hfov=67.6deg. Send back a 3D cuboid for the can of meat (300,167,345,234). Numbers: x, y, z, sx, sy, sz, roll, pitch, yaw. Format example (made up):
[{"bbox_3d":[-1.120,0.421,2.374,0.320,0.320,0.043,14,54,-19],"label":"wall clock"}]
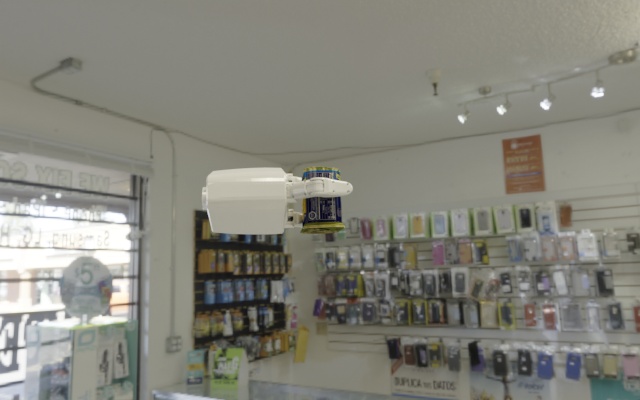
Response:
[{"bbox_3d":[0.000,0.002,0.686,0.057,0.084,0.102,-1,-9,-6],"label":"can of meat"}]
